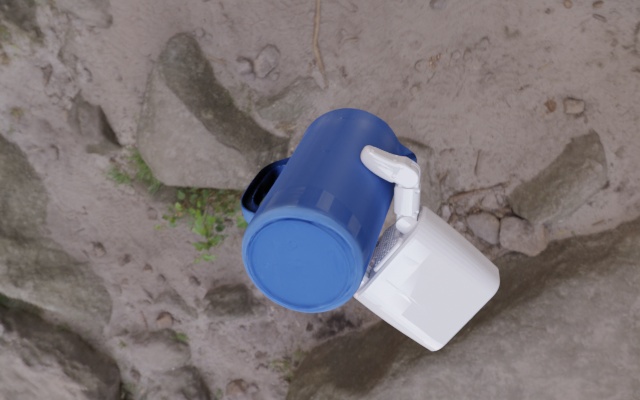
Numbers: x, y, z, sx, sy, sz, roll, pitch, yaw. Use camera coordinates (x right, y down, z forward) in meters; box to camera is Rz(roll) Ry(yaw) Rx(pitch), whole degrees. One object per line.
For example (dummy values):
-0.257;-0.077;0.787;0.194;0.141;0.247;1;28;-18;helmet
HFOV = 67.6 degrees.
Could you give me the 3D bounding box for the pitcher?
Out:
0.000;0.002;0.501;0.145;0.149;0.242;39;30;-6;pitcher
